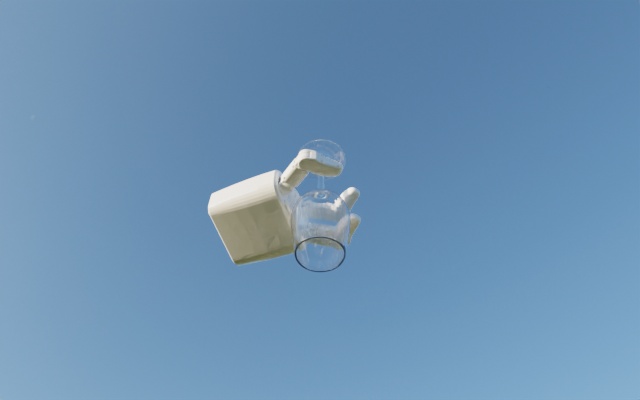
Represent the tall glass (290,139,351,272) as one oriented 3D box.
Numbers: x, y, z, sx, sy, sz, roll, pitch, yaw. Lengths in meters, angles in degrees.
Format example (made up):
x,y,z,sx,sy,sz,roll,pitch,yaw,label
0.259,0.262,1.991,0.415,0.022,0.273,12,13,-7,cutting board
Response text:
x,y,z,sx,sy,sz,roll,pitch,yaw,label
0.000,0.002,0.646,0.079,0.079,0.200,0,39,0,tall glass
